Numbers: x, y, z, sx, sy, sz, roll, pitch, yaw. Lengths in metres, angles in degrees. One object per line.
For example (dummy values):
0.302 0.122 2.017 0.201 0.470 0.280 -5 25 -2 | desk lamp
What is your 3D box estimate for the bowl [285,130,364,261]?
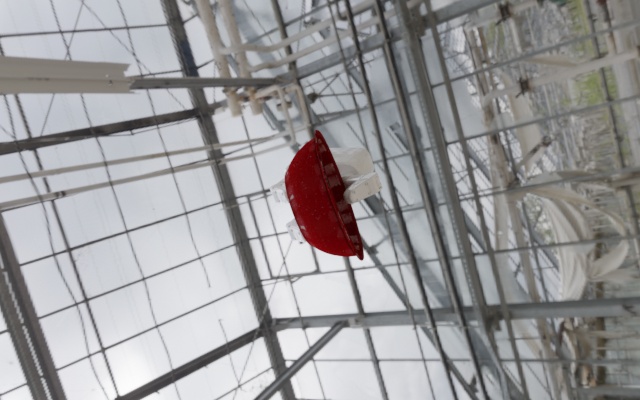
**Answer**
-0.001 0.002 0.563 0.055 0.162 0.162 -19 -3 8 | bowl
